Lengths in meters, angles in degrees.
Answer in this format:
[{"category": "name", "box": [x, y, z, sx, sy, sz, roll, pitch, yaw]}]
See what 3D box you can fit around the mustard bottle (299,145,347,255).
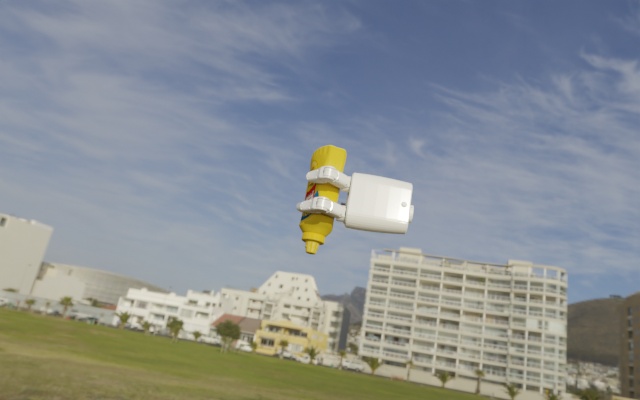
[{"category": "mustard bottle", "box": [0.000, 0.002, 0.861, 0.058, 0.191, 0.096, 16, -18, -19]}]
